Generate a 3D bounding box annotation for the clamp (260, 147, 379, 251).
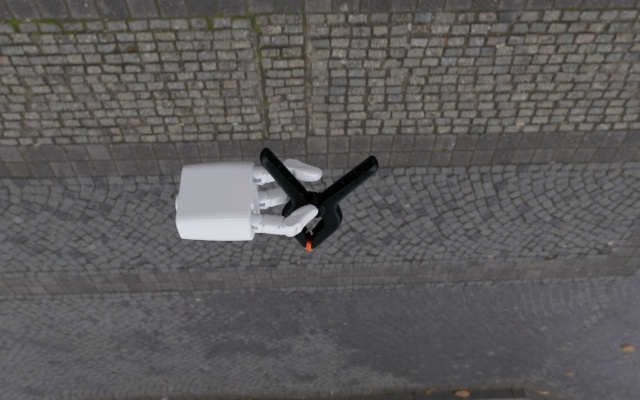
[{"bbox_3d":[0.000,0.003,0.723,0.164,0.036,0.210,0,-43,2],"label":"clamp"}]
